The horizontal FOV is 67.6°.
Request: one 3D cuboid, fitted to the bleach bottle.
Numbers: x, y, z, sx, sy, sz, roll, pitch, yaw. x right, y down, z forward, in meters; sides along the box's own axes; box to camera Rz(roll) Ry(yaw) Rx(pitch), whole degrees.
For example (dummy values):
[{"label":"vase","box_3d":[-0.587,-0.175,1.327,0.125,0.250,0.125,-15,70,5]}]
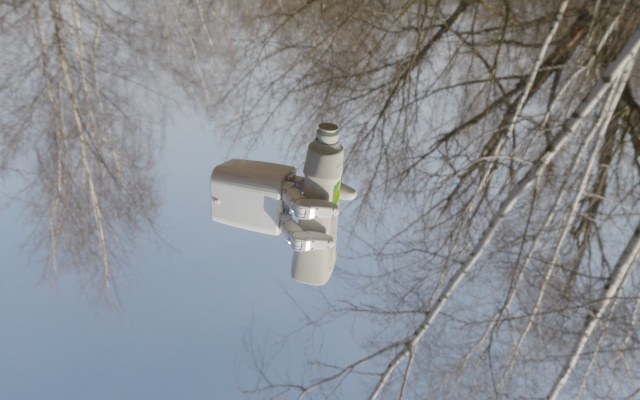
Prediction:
[{"label":"bleach bottle","box_3d":[0.000,0.002,0.718,0.068,0.251,0.102,10,31,6]}]
